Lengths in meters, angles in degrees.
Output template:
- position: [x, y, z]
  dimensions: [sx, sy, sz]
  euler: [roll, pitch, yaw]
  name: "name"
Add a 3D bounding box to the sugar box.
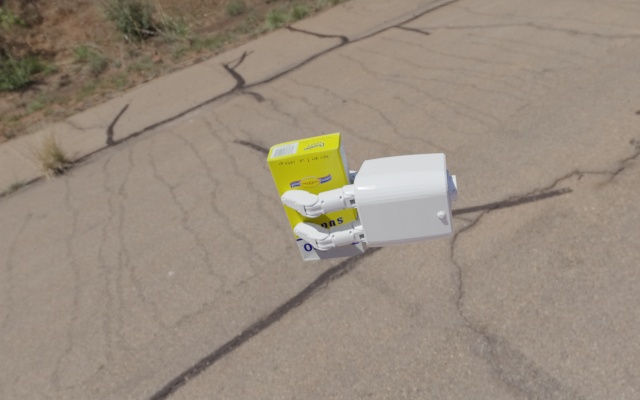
- position: [0.000, 0.002, 0.635]
  dimensions: [0.093, 0.176, 0.048]
  euler: [-9, 34, 13]
  name: "sugar box"
